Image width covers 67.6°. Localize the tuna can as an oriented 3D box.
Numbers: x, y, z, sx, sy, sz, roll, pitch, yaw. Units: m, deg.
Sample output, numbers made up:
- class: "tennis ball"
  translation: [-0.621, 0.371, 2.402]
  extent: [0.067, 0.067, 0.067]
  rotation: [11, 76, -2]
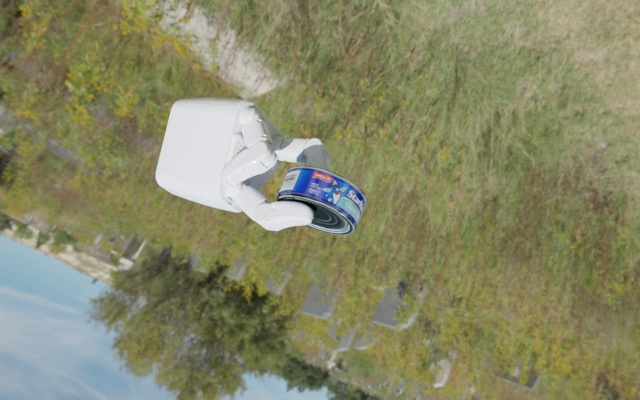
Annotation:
- class: "tuna can"
  translation: [0.000, 0.002, 0.477]
  extent: [0.086, 0.033, 0.086]
  rotation: [19, -21, 7]
